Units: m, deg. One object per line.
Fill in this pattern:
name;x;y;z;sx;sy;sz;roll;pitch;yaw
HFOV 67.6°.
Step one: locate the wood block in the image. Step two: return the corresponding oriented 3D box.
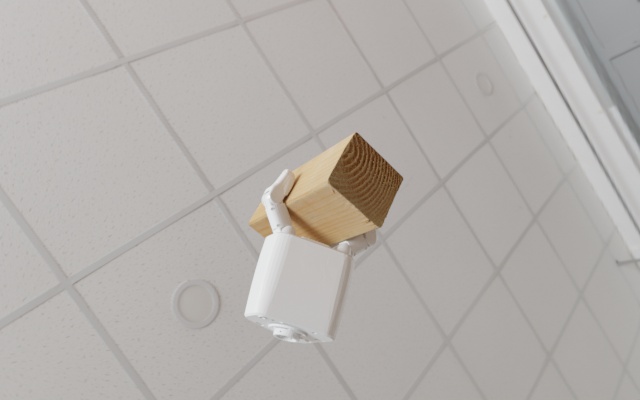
wood block;0.000;0.002;0.650;0.091;0.090;0.206;41;-35;-17
